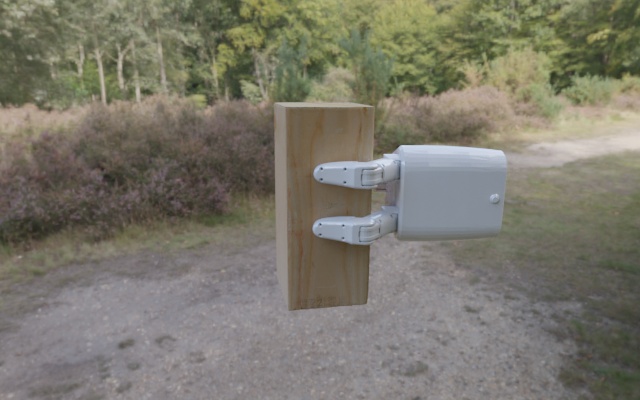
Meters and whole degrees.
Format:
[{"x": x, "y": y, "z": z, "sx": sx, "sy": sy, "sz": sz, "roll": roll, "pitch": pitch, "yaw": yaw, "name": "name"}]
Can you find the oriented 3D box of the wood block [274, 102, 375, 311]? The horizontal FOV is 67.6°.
[{"x": 0.000, "y": 0.001, "z": 0.513, "sx": 0.090, "sy": 0.206, "sz": 0.090, "roll": -2, "pitch": 15, "yaw": -12, "name": "wood block"}]
